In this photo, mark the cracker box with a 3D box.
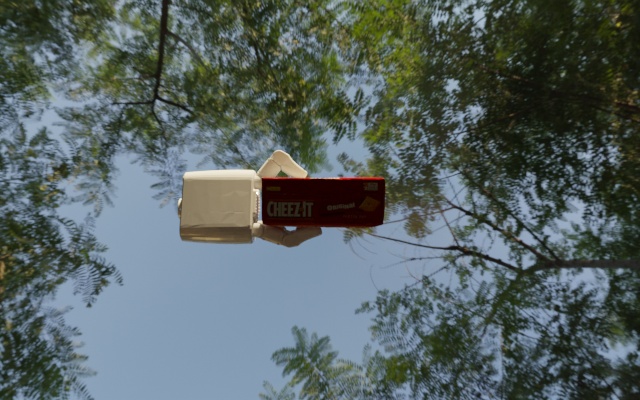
[{"bbox_3d":[0.000,0.002,0.727,0.164,0.072,0.213,0,1,-2],"label":"cracker box"}]
